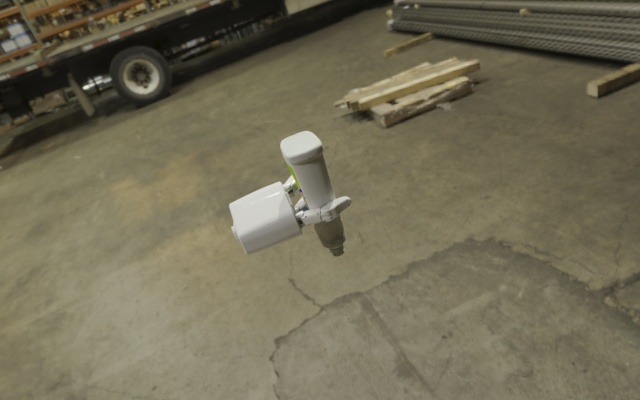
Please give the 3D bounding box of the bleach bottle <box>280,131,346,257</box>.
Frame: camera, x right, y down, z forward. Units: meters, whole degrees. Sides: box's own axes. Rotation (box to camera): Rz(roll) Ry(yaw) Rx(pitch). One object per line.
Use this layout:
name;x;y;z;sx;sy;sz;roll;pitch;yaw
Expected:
bleach bottle;0.000;0.003;0.882;0.068;0.251;0.102;-22;29;-5
